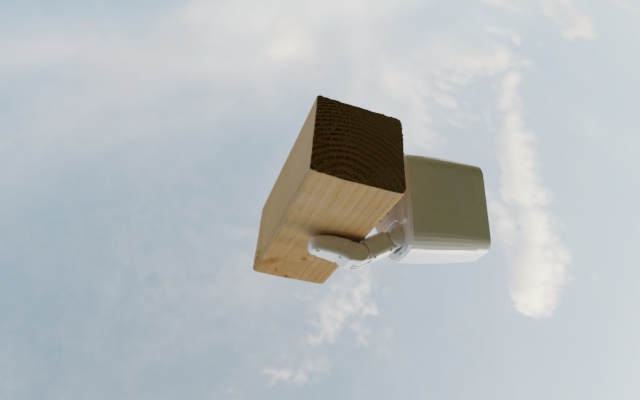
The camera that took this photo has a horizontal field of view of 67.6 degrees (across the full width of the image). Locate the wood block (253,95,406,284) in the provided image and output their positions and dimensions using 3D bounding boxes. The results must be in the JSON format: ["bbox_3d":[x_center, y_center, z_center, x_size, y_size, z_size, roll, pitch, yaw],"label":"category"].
[{"bbox_3d":[0.000,0.002,0.503,0.090,0.090,0.206,14,-36,-14],"label":"wood block"}]
